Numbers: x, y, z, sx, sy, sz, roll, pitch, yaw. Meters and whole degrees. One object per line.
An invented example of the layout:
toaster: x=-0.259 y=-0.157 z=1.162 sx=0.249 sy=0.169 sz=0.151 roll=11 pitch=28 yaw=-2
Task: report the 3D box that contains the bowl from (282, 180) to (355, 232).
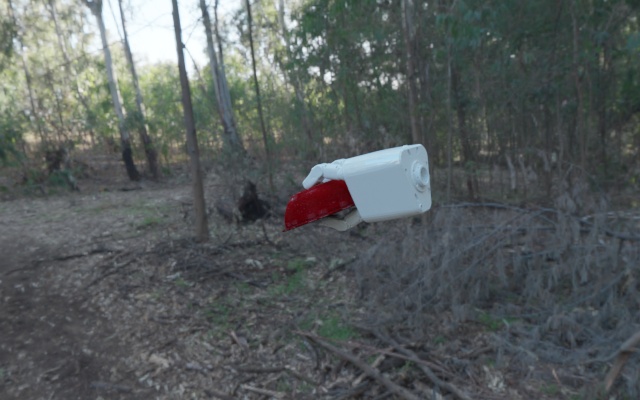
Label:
bowl: x=-0.001 y=0.003 z=0.840 sx=0.162 sy=0.055 sz=0.162 roll=-21 pitch=-2 yaw=-1
